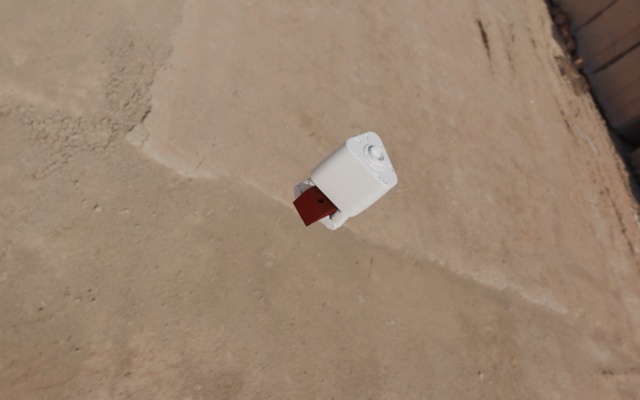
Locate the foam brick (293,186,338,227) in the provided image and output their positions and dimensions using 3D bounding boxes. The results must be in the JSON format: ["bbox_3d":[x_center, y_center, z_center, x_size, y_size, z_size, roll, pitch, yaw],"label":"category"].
[{"bbox_3d":[0.000,0.003,0.861,0.078,0.053,0.051,-25,-10,-45],"label":"foam brick"}]
